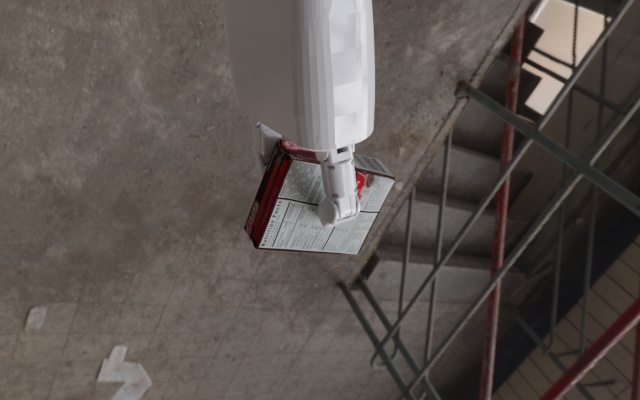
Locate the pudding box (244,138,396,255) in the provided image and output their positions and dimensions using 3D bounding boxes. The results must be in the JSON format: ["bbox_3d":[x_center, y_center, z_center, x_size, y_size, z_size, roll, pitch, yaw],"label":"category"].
[{"bbox_3d":[0.000,0.001,0.420,0.113,0.090,0.039,9,28,-32],"label":"pudding box"}]
